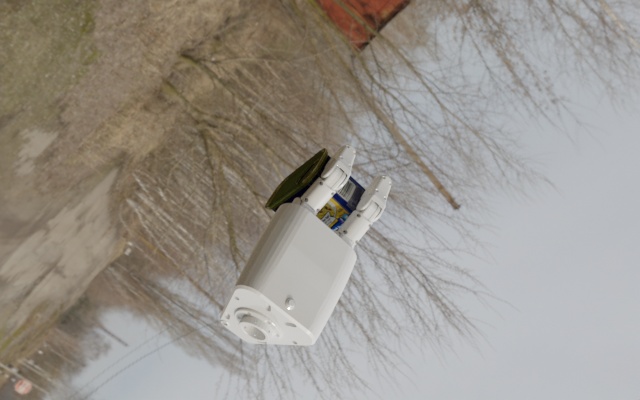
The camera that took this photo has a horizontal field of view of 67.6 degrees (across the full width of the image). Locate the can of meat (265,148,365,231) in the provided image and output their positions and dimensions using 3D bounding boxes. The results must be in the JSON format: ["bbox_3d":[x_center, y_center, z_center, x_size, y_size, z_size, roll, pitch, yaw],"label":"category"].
[{"bbox_3d":[0.000,0.002,0.550,0.084,0.057,0.102,42,-44,-14],"label":"can of meat"}]
